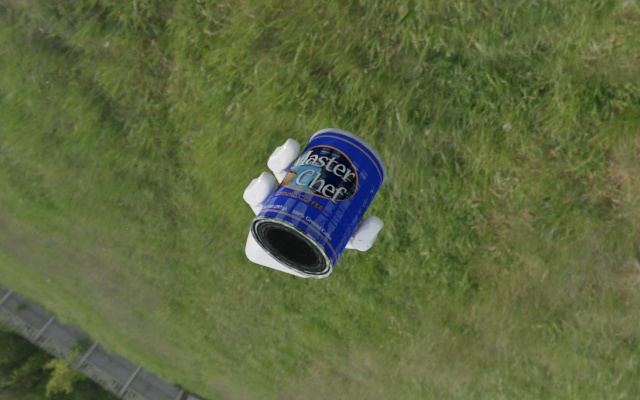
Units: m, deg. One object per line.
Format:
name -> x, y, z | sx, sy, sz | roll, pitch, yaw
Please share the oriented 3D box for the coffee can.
coffee can -> 0.000, 0.002, 0.544 | 0.103, 0.140, 0.103 | 24, -31, 15
